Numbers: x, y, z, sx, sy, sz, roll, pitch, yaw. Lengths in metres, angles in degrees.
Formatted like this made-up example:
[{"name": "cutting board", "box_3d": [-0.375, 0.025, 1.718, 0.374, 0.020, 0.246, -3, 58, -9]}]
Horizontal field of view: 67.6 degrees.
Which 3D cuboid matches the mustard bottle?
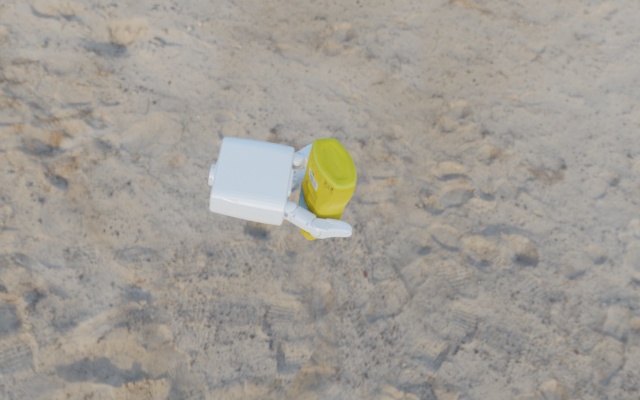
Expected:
[{"name": "mustard bottle", "box_3d": [0.000, 0.002, 0.728, 0.058, 0.096, 0.192, -10, -34, -22]}]
